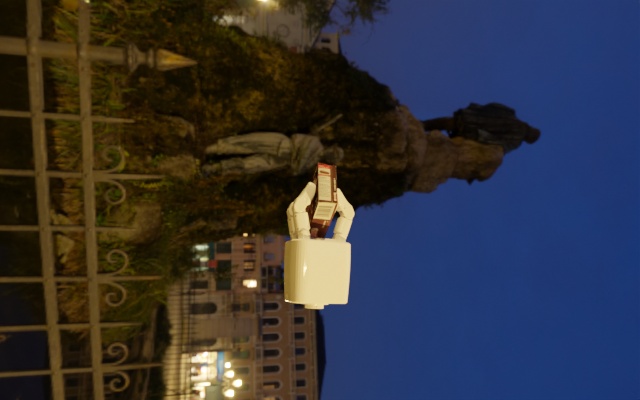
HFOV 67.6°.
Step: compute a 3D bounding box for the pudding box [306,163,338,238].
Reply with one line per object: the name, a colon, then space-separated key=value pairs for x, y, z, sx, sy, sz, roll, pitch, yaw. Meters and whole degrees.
pudding box: x=0.000 y=0.003 z=0.861 sx=0.039 sy=0.090 sz=0.114 roll=7 pitch=-39 yaw=-12
